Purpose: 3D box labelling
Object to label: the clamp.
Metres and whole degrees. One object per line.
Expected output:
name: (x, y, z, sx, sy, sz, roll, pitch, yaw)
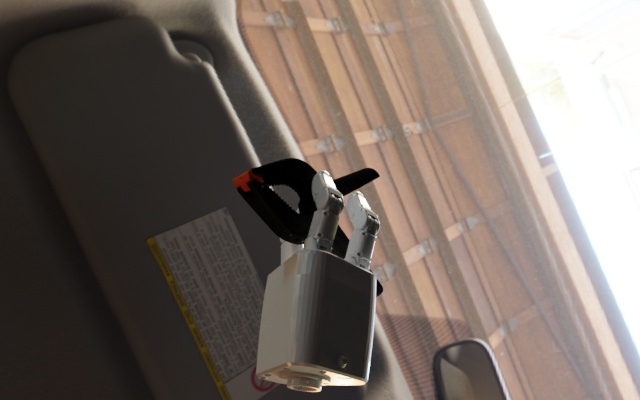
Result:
clamp: (-0.001, 0.002, 0.533, 0.210, 0.164, 0.036, 29, -37, -34)
